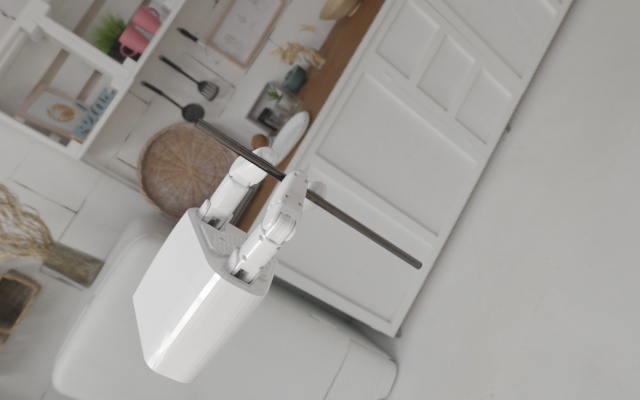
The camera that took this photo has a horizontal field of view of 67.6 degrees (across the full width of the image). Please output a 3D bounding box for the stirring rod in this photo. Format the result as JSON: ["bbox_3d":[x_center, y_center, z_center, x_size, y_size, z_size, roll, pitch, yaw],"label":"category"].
[{"bbox_3d":[0.000,0.001,0.406,0.239,0.011,0.011,33,-14,-22],"label":"stirring rod"}]
